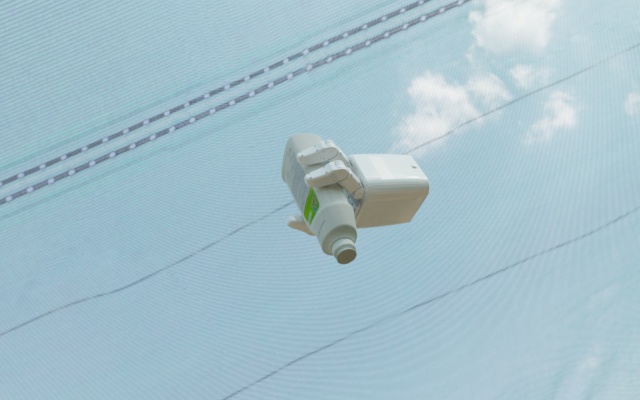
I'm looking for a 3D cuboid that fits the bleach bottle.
[{"bbox_3d":[0.000,0.002,0.719,0.068,0.103,0.250,-2,39,-18],"label":"bleach bottle"}]
